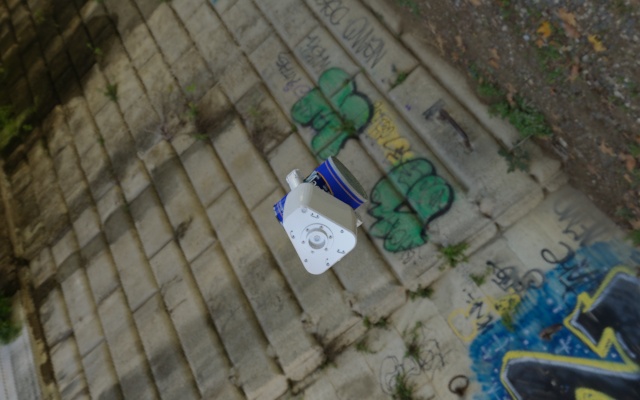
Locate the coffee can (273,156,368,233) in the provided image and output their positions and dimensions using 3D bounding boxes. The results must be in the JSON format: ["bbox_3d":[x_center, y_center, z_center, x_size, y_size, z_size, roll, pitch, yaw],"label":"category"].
[{"bbox_3d":[0.000,0.003,0.859,0.140,0.103,0.103,-40,-11,13],"label":"coffee can"}]
